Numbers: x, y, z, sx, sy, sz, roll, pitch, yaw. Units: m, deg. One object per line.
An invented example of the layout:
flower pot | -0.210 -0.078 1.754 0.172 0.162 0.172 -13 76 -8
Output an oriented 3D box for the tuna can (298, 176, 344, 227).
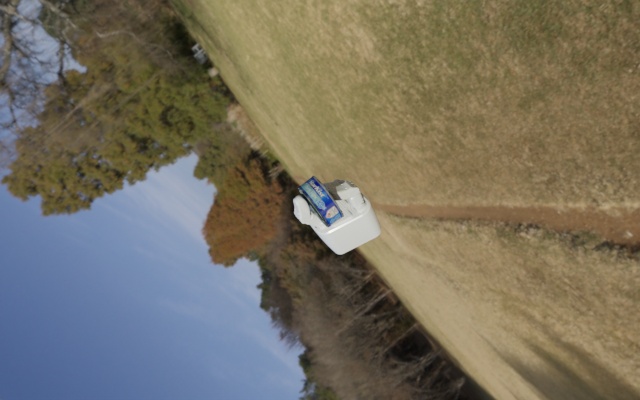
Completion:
tuna can | 0.000 0.003 0.795 0.034 0.086 0.086 -37 4 -5
